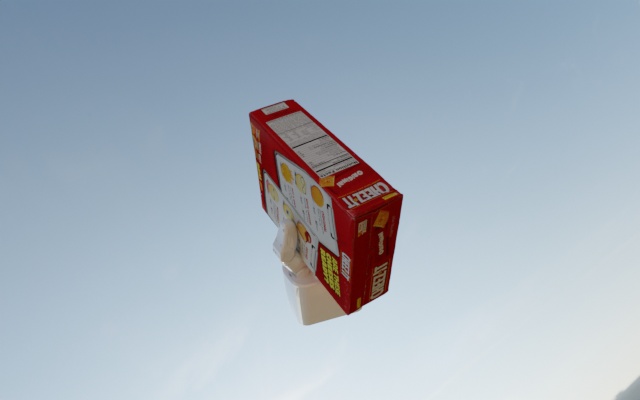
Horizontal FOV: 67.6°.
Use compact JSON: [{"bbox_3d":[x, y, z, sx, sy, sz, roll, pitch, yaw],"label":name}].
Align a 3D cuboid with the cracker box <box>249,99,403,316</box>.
[{"bbox_3d":[0.000,0.002,0.568,0.072,0.164,0.213,-25,49,-23],"label":"cracker box"}]
